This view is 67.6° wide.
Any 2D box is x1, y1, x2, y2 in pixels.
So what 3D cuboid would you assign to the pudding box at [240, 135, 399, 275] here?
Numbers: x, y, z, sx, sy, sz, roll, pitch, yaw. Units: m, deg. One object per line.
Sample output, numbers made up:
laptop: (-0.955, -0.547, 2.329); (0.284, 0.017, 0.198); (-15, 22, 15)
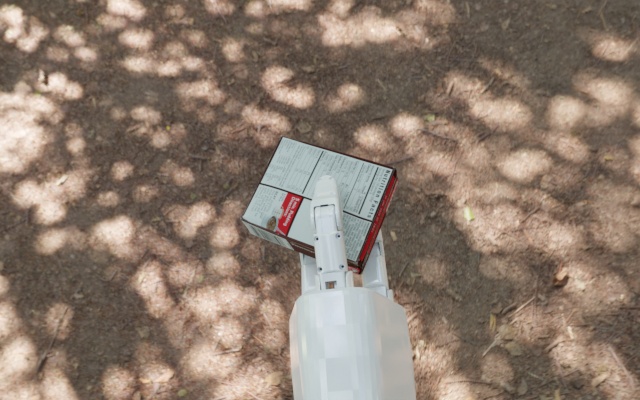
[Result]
pudding box: (0.000, 0.001, 0.412); (0.113, 0.090, 0.039); (19, -18, 17)
